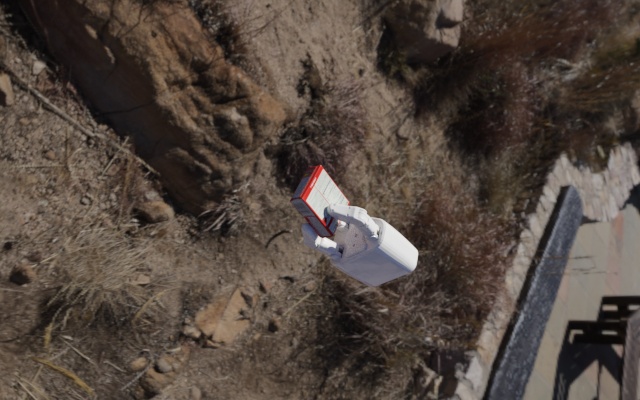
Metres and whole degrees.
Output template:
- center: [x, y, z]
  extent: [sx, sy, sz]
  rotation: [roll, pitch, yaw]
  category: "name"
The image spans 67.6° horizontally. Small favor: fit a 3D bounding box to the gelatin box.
- center: [0.000, 0.002, 0.738]
  extent: [0.030, 0.073, 0.089]
  rotation: [-9, -49, 40]
  category: "gelatin box"
